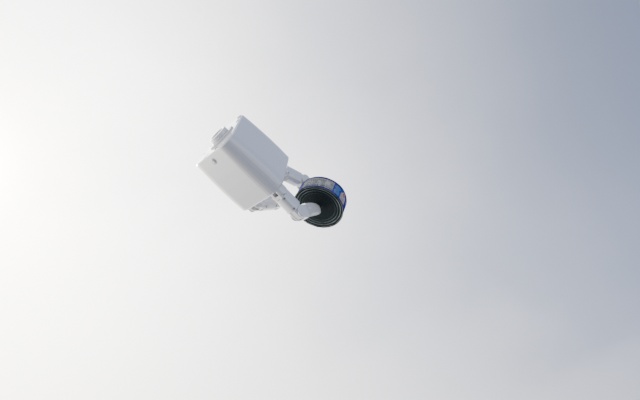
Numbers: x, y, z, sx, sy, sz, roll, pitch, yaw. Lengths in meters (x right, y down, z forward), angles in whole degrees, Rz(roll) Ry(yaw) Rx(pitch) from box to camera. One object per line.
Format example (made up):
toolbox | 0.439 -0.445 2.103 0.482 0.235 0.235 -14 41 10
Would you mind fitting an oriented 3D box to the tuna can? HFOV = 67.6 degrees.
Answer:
tuna can | 0.000 0.002 0.799 0.086 0.086 0.033 0 37 19
